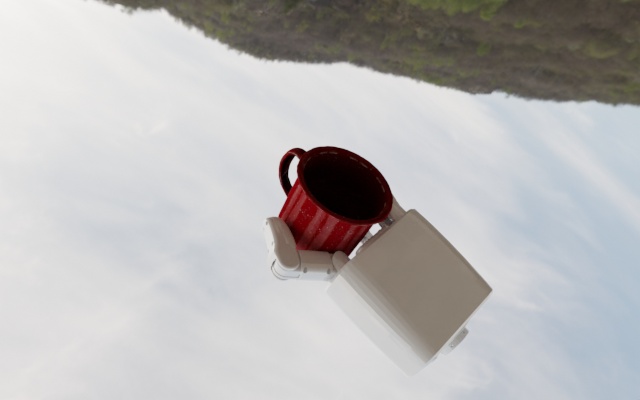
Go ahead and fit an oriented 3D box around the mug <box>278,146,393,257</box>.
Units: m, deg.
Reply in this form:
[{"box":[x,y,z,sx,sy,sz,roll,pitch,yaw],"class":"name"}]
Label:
[{"box":[-0.001,0.001,0.452,0.093,0.117,0.081,-29,-22,-43],"class":"mug"}]
